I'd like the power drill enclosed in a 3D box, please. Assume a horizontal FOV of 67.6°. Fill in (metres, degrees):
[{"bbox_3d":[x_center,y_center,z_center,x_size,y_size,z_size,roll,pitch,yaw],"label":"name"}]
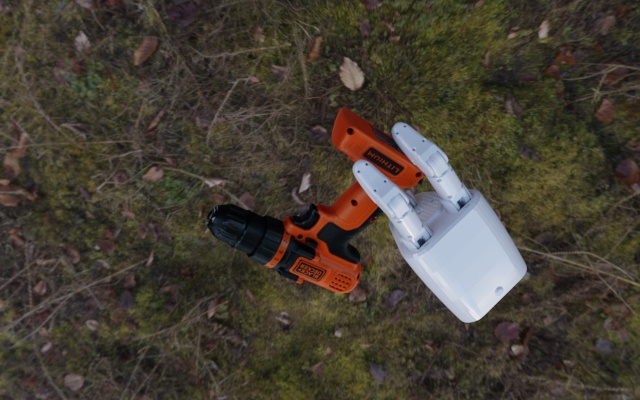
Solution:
[{"bbox_3d":[0.001,0.001,0.495,0.184,0.188,0.057,26,25,-24],"label":"power drill"}]
